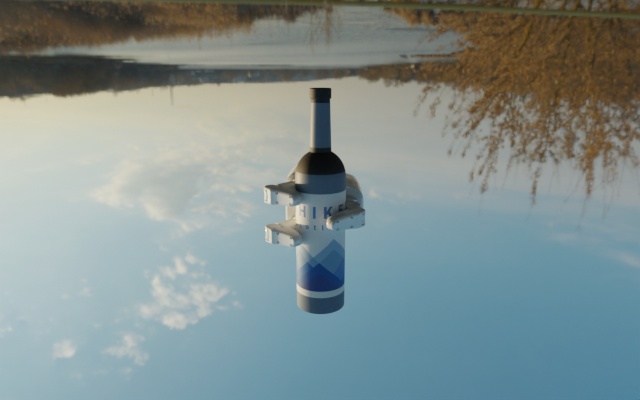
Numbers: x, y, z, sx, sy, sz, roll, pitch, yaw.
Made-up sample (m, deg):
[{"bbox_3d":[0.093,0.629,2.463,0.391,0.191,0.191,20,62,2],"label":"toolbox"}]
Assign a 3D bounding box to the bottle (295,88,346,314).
[{"bbox_3d":[0.000,0.002,0.632,0.069,0.296,0.069,0,15,0],"label":"bottle"}]
